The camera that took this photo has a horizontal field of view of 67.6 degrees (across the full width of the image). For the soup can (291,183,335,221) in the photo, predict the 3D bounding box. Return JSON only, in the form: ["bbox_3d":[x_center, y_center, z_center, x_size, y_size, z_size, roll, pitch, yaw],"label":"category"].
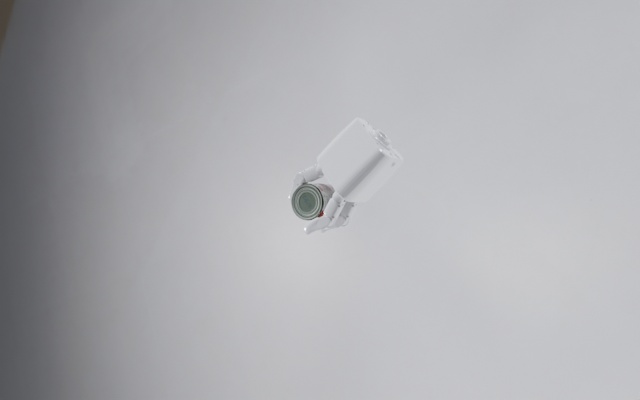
[{"bbox_3d":[0.000,0.003,0.890,0.068,0.068,0.102,0,0,29],"label":"soup can"}]
